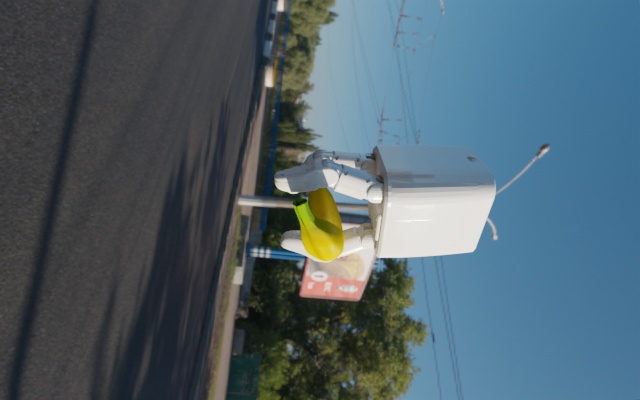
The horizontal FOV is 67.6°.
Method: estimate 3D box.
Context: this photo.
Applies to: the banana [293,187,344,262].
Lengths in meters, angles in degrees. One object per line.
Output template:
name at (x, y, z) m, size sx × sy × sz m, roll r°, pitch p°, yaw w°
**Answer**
banana at (0.003, 0.020, 0.479) m, size 0.037 × 0.069 × 0.198 m, roll -8°, pitch 6°, yaw 2°
